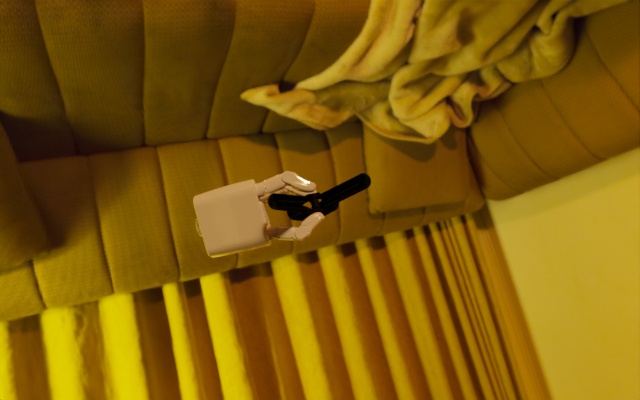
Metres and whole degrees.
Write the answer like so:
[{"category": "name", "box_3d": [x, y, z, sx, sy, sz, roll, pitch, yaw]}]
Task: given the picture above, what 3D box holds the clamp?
[{"category": "clamp", "box_3d": [0.000, 0.004, 0.823, 0.164, 0.036, 0.210, -13, -12, -2]}]
